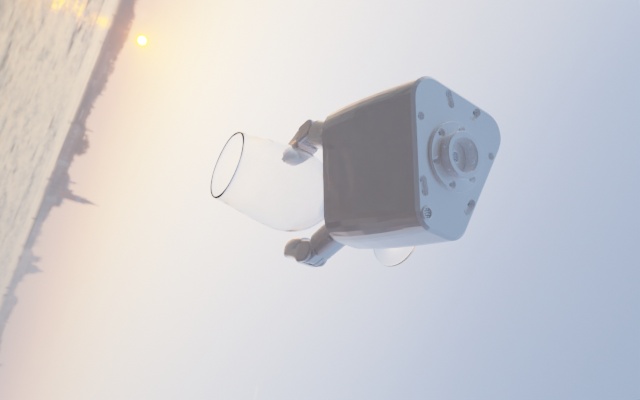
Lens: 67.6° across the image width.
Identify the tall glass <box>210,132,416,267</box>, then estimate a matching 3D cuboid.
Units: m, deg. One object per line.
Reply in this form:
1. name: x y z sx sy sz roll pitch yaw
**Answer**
1. tall glass: 0.001 0.002 0.457 0.201 0.079 0.079 22 -11 -29
